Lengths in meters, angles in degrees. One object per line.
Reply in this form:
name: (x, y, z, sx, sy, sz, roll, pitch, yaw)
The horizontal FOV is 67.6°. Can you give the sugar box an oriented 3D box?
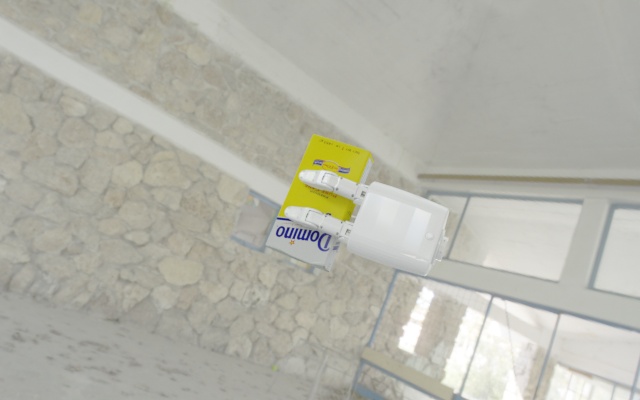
sugar box: (0.000, 0.002, 0.676, 0.093, 0.176, 0.048, 19, -13, 17)
